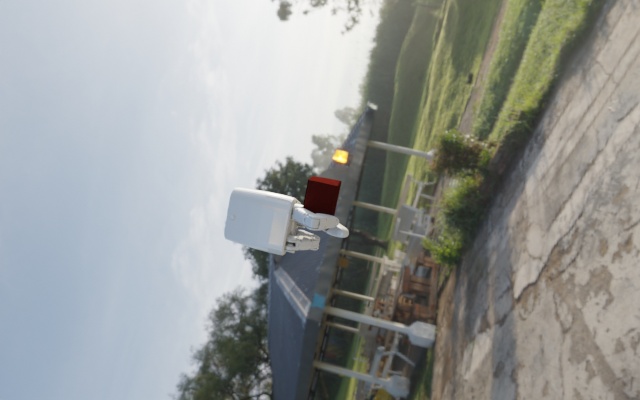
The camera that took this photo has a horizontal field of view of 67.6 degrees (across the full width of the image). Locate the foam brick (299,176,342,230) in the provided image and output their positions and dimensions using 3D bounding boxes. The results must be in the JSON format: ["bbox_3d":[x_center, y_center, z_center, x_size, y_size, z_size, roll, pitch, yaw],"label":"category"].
[{"bbox_3d":[0.000,0.002,0.802,0.051,0.078,0.053,13,12,7],"label":"foam brick"}]
